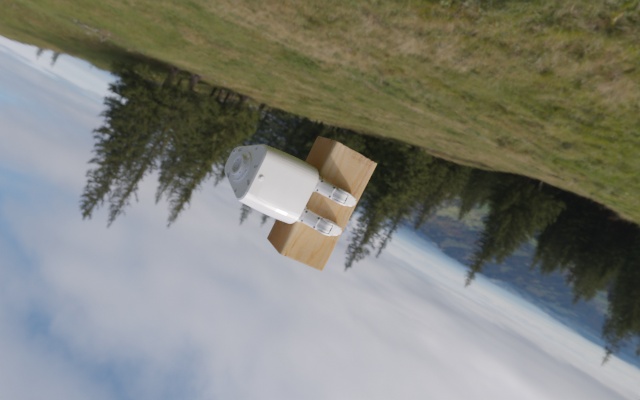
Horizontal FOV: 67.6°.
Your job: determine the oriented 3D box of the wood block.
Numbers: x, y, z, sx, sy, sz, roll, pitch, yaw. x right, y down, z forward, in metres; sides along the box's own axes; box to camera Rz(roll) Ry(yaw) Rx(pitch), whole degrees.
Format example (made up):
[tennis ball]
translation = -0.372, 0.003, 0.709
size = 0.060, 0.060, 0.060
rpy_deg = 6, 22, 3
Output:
[wood block]
translation = 0.000, 0.003, 0.831
size = 0.090, 0.206, 0.090
rpy_deg = 26, 3, -24
